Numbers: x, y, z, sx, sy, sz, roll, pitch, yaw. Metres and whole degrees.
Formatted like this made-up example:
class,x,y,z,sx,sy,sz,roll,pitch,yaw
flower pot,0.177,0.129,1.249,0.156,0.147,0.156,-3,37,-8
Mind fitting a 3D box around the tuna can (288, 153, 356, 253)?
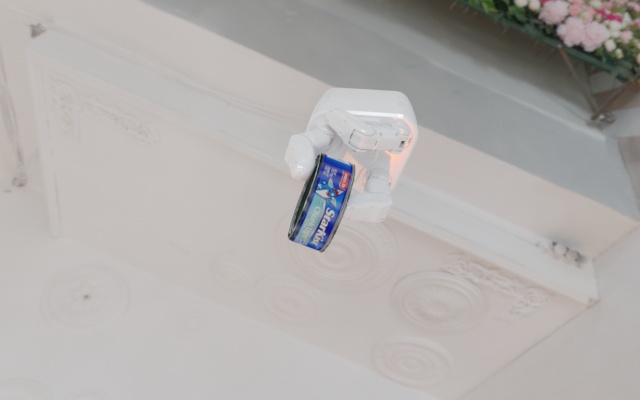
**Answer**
class,x,y,z,sx,sy,sz,roll,pitch,yaw
tuna can,0.000,0.001,0.432,0.034,0.086,0.086,21,-3,-7
